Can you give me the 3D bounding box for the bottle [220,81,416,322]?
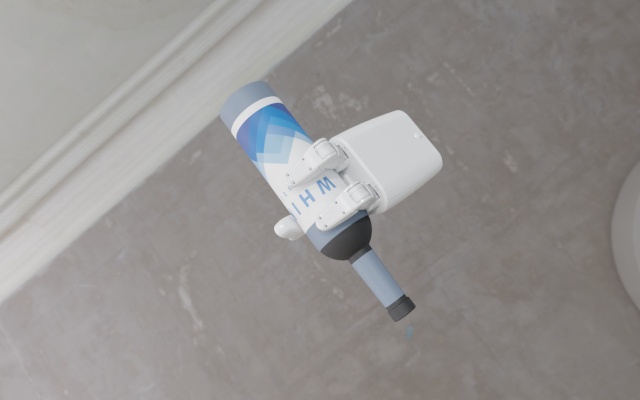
[{"bbox_3d":[0.000,0.002,0.517,0.069,0.295,0.069,-35,-12,-8],"label":"bottle"}]
